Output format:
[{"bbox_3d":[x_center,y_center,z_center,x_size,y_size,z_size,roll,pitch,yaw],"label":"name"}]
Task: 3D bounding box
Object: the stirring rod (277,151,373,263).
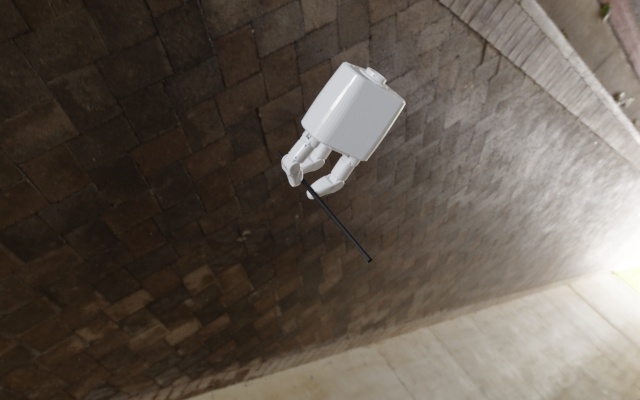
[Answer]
[{"bbox_3d":[0.000,0.002,0.702,0.011,0.011,0.239,0,41,-47],"label":"stirring rod"}]
